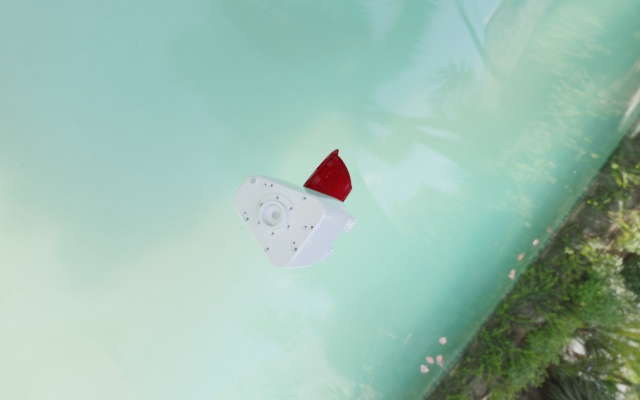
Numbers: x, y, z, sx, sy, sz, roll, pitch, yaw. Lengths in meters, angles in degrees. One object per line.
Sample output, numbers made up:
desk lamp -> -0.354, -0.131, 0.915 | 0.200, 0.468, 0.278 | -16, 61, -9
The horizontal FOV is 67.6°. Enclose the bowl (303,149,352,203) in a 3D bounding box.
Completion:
bowl -> 0.001, 0.002, 0.727 | 0.055, 0.162, 0.162 | 36, 3, 4
